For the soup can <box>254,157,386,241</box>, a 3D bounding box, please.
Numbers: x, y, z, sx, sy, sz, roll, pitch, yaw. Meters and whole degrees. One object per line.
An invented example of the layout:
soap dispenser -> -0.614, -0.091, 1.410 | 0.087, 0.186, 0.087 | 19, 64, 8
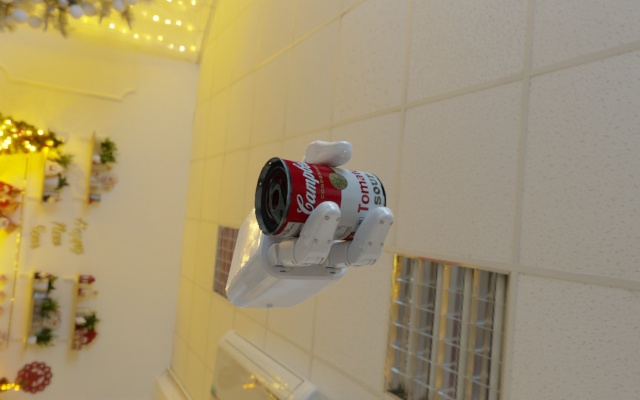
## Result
soup can -> 0.001, 0.001, 0.435 | 0.102, 0.068, 0.068 | 7, -3, -30
